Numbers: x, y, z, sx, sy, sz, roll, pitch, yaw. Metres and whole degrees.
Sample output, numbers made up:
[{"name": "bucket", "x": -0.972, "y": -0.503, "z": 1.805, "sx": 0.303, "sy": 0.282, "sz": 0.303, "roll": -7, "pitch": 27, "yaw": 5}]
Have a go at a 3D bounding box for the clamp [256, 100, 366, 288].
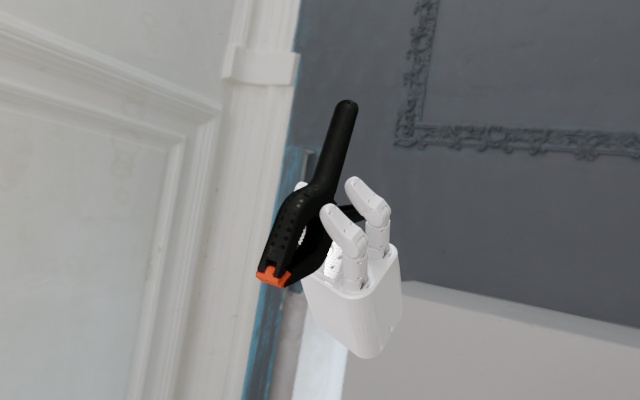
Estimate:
[{"name": "clamp", "x": -0.001, "y": 0.002, "z": 0.505, "sx": 0.036, "sy": 0.165, "sz": 0.210, "roll": 11, "pitch": 39, "yaw": 30}]
